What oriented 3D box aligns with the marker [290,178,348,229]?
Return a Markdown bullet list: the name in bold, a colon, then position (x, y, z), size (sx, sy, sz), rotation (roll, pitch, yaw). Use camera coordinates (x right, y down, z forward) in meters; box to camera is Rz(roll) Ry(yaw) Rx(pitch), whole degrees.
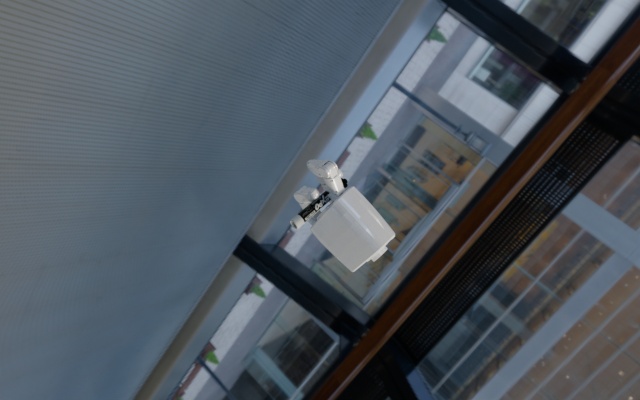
- **marker**: position (0.000, 0.002, 0.772), size (0.121, 0.020, 0.020), rotation (-40, 19, -23)
